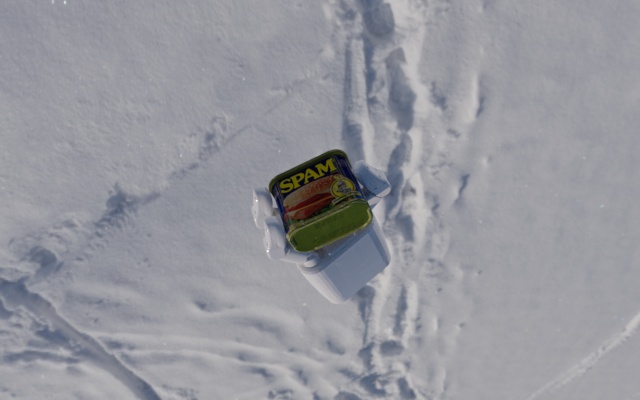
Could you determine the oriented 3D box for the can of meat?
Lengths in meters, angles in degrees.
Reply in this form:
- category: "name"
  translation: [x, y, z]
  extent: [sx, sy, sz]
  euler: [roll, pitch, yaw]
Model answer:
- category: "can of meat"
  translation: [0.000, 0.002, 0.547]
  extent: [0.102, 0.084, 0.057]
  euler: [-25, -40, 3]
